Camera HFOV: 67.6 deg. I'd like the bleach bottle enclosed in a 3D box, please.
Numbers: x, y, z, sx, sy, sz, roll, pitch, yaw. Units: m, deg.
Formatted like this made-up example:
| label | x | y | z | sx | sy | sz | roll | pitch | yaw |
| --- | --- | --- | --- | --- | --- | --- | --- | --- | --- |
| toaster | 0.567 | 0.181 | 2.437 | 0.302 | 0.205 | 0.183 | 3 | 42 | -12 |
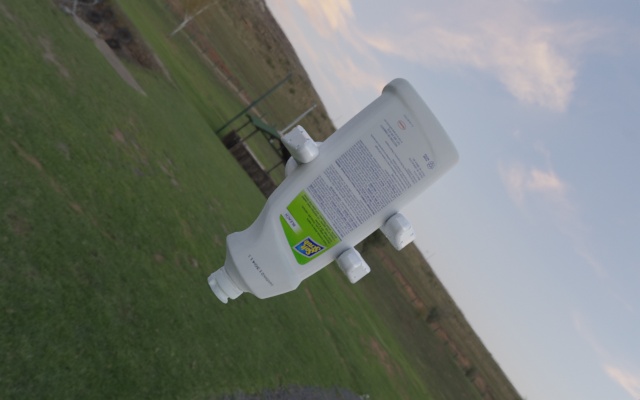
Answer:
| label | x | y | z | sx | sy | sz | roll | pitch | yaw |
| --- | --- | --- | --- | --- | --- | --- | --- | --- | --- |
| bleach bottle | 0.000 | 0.002 | 0.443 | 0.251 | 0.102 | 0.068 | -37 | 3 | -2 |
